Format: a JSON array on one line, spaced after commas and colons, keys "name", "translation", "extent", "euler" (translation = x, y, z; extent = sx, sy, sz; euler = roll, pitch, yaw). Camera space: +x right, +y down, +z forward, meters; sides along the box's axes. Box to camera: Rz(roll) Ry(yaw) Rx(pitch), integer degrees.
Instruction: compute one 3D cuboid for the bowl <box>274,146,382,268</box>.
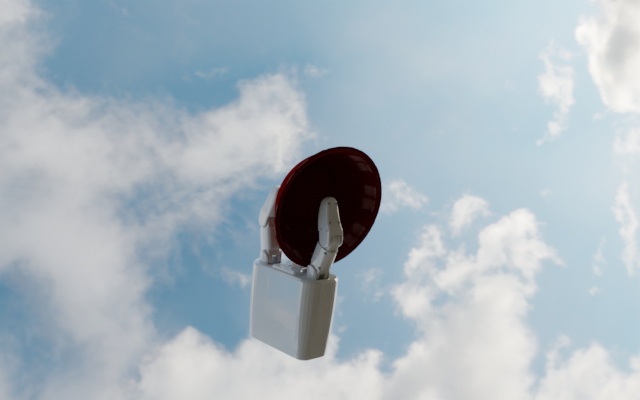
[{"name": "bowl", "translation": [0.000, 0.001, 0.609], "extent": [0.162, 0.162, 0.055], "euler": [0, 21, -37]}]
